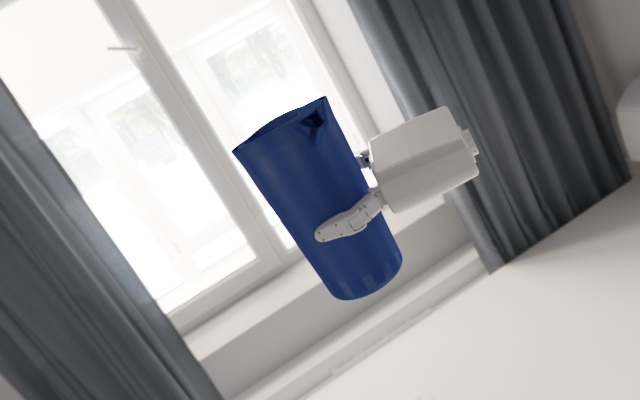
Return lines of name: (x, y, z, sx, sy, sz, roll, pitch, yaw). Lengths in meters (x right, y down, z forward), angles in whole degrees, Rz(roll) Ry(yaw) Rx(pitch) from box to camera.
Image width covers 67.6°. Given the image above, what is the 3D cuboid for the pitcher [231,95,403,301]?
pitcher: (0.000, 0.002, 0.613, 0.145, 0.243, 0.149, -25, 15, 16)
